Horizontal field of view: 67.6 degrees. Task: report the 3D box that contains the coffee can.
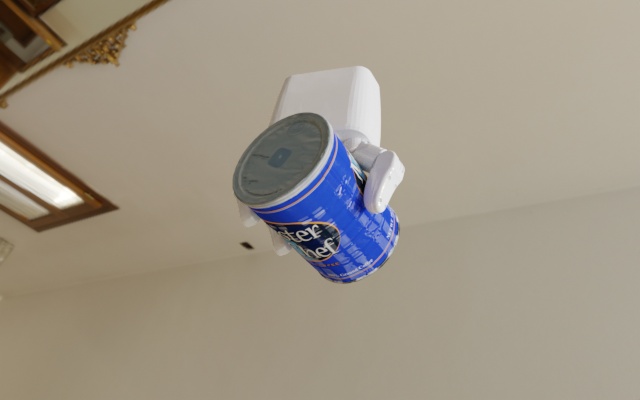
[{"bbox_3d":[0.000,0.002,0.455,0.103,0.102,0.140,0,-35,39],"label":"coffee can"}]
